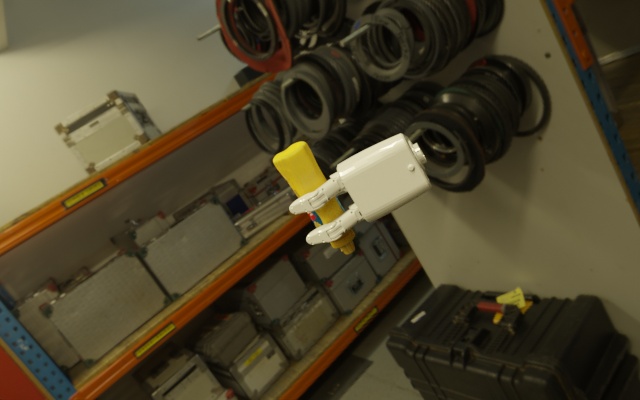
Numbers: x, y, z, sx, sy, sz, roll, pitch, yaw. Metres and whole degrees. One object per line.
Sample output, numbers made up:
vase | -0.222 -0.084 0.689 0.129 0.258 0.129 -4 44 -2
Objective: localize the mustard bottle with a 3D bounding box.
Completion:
mustard bottle | 0.000 0.002 0.745 0.058 0.192 0.096 -34 13 -8
